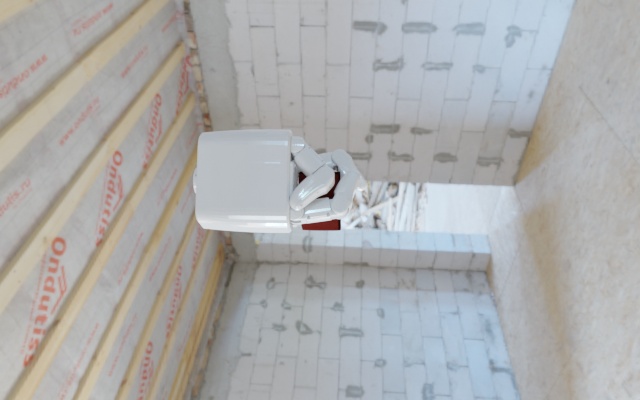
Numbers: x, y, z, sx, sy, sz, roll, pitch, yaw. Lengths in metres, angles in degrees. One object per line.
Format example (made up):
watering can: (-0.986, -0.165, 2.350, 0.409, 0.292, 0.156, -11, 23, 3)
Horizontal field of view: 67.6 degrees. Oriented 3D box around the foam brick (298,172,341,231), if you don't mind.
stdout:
foam brick: (0.000, 0.002, 0.602, 0.051, 0.053, 0.078, -1, -22, 2)
